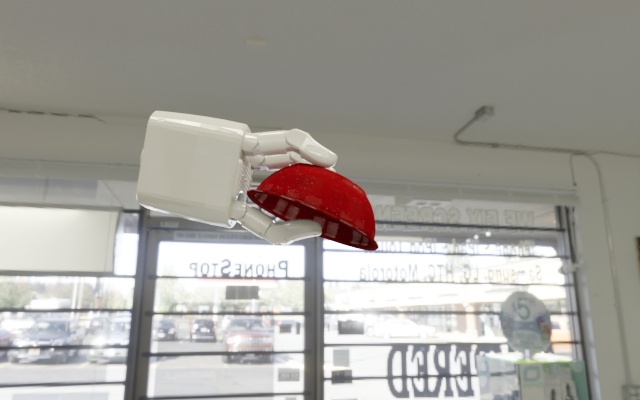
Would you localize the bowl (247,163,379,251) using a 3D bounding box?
[{"bbox_3d":[0.001,0.002,0.548,0.162,0.055,0.162,23,-12,5],"label":"bowl"}]
